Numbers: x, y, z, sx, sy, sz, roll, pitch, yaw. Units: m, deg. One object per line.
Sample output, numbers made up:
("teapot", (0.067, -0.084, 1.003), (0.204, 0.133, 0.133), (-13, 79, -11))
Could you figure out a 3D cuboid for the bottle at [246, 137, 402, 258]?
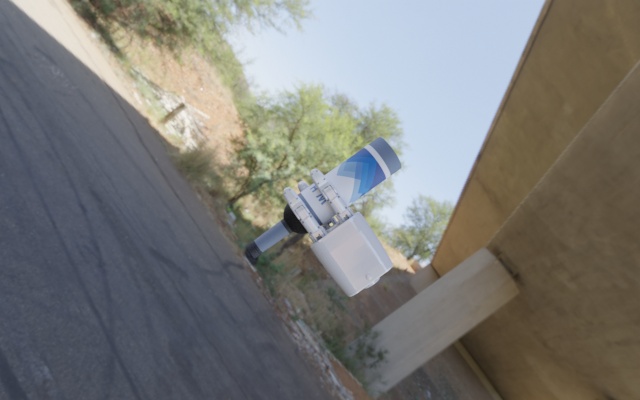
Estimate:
("bottle", (0.000, 0.002, 0.817), (0.295, 0.069, 0.069), (-35, 1, -2))
